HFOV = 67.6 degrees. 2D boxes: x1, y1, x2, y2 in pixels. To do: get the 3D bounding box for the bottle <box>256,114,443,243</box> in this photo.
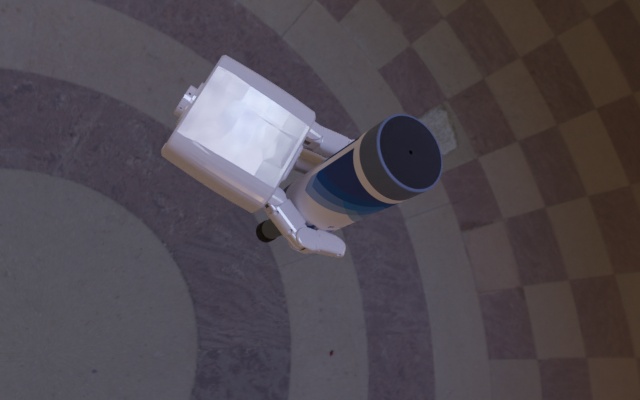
[{"bbox_3d":[0.000,0.002,0.499,0.069,0.069,0.296,0,-16,-30],"label":"bottle"}]
